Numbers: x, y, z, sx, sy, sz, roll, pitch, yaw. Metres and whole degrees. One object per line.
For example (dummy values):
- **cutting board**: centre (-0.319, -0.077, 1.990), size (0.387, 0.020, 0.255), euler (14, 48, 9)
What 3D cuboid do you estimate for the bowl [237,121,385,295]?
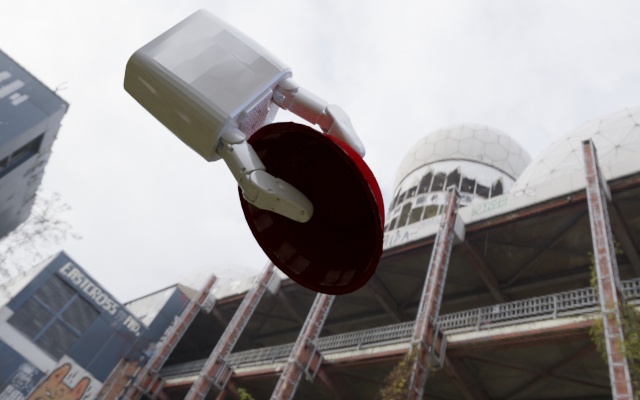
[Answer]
- **bowl**: centre (0.001, 0.002, 0.429), size (0.162, 0.162, 0.055), euler (0, 22, 42)
